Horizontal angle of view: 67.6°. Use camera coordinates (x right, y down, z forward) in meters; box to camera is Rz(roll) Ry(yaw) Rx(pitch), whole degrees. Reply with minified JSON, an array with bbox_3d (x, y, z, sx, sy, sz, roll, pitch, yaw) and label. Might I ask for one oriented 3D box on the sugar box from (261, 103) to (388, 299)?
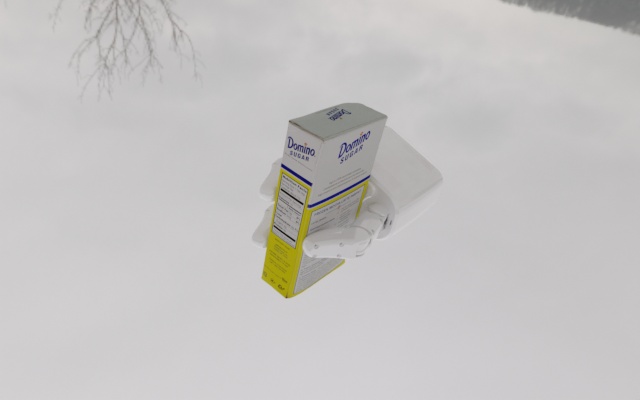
[{"bbox_3d":[0.000,0.001,0.446,0.048,0.176,0.093,31,37,28],"label":"sugar box"}]
